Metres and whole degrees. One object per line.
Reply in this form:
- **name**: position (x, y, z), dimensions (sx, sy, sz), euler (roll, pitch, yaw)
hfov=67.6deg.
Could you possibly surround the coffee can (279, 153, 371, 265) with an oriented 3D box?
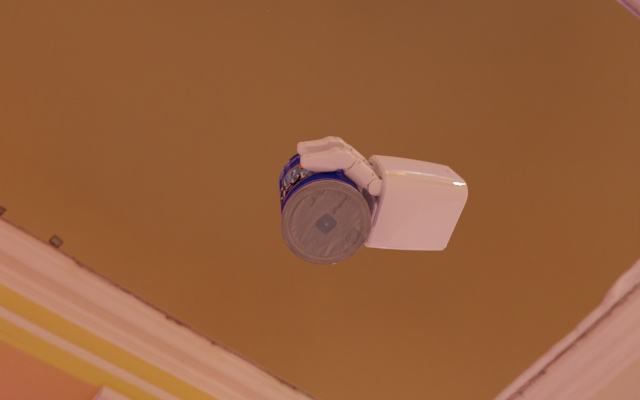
- **coffee can**: position (0.000, 0.002, 0.600), dimensions (0.103, 0.103, 0.140), euler (0, 22, -6)
